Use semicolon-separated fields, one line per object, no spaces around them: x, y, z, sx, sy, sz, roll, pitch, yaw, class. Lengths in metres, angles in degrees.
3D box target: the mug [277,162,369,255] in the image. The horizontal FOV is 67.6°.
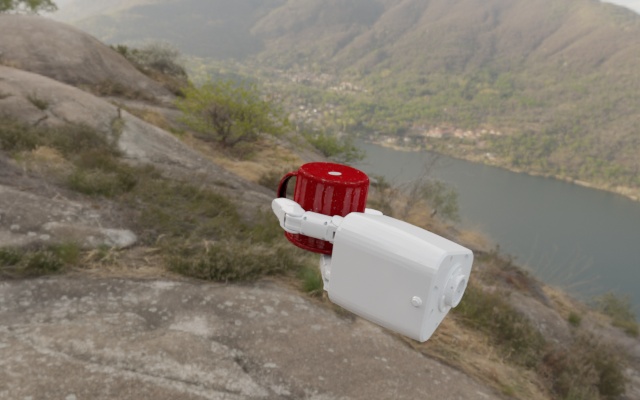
-0.001;0.001;0.548;0.117;0.081;0.093;20;22;31;mug
